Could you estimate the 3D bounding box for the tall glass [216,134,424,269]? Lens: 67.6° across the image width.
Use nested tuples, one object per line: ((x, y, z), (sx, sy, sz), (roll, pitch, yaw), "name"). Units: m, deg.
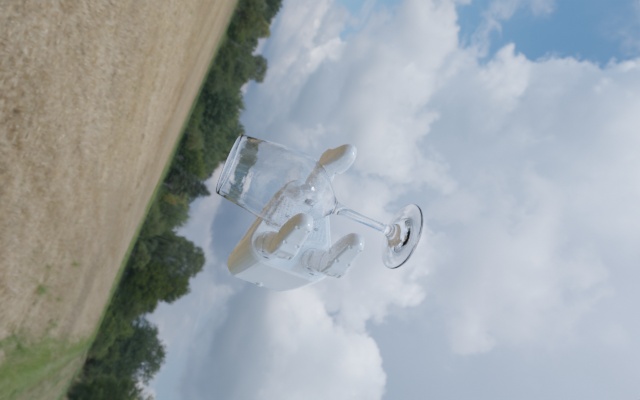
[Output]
((0.001, 0.002, 0.482), (0.201, 0.079, 0.079), (23, -8, -18), "tall glass")
